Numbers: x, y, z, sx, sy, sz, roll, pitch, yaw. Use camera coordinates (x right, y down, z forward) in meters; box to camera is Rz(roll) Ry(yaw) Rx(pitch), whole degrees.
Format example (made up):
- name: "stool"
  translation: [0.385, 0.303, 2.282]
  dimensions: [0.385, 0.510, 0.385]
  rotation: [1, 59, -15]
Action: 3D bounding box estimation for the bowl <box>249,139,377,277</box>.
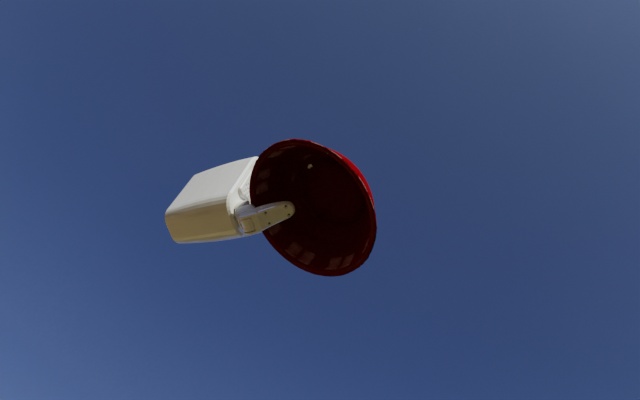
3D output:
- name: "bowl"
  translation: [0.001, 0.002, 0.532]
  dimensions: [0.162, 0.162, 0.055]
  rotation: [0, 23, 35]
